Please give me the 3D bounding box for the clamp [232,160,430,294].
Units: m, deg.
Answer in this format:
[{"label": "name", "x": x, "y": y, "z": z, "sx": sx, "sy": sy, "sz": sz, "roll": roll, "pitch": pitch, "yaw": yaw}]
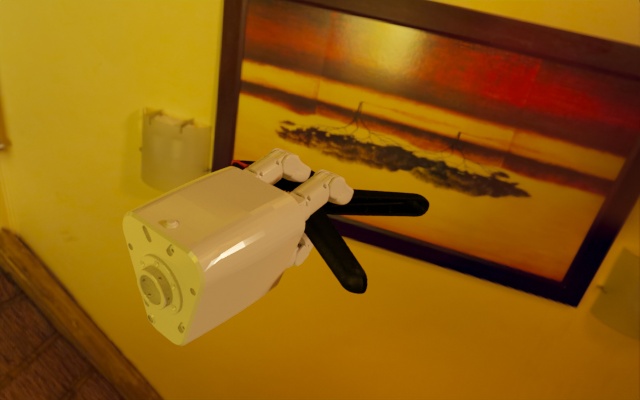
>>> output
[{"label": "clamp", "x": -0.001, "y": 0.002, "z": 0.494, "sx": 0.210, "sy": 0.036, "sz": 0.164, "roll": 27, "pitch": 37, "yaw": 27}]
